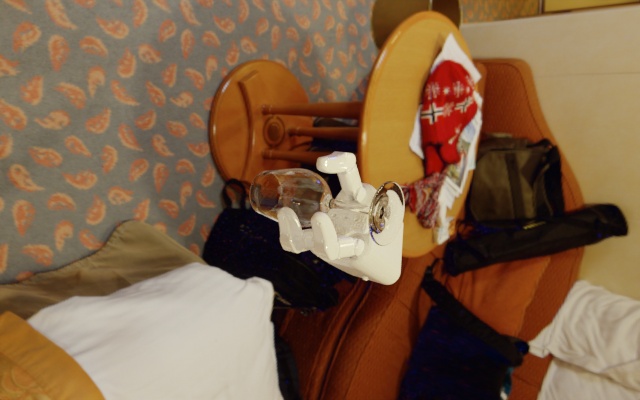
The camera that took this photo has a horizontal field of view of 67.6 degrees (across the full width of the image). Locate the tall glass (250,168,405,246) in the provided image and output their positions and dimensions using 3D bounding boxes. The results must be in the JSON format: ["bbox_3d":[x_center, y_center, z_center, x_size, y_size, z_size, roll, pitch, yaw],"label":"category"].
[{"bbox_3d":[0.001,0.002,0.601,0.201,0.079,0.079,10,6,39],"label":"tall glass"}]
